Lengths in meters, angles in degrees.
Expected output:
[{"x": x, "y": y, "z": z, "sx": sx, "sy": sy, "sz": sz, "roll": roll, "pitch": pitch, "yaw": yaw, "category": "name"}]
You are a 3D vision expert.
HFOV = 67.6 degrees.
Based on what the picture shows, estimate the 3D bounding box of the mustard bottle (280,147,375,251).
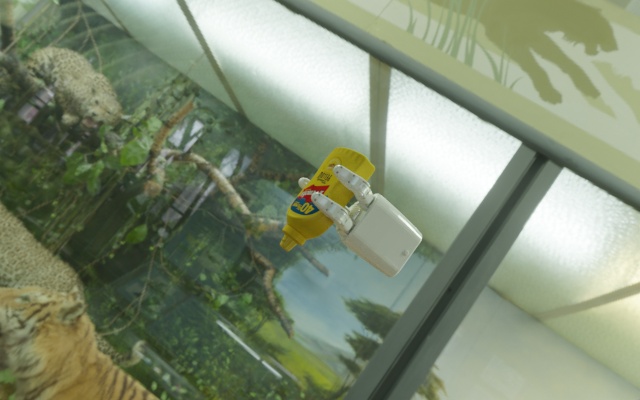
[{"x": 0.000, "y": 0.002, "z": 0.775, "sx": 0.058, "sy": 0.191, "sz": 0.096, "roll": 45, "pitch": -13, "yaw": -35, "category": "mustard bottle"}]
